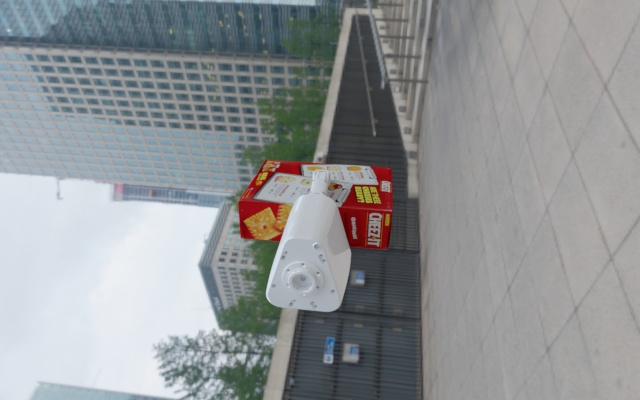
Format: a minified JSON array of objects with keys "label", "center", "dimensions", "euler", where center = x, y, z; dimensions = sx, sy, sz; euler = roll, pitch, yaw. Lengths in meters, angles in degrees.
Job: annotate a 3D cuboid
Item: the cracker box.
[{"label":"cracker box","center":[0.000,0.002,0.731],"dimensions":[0.213,0.072,0.164],"euler":[5,26,6]}]
